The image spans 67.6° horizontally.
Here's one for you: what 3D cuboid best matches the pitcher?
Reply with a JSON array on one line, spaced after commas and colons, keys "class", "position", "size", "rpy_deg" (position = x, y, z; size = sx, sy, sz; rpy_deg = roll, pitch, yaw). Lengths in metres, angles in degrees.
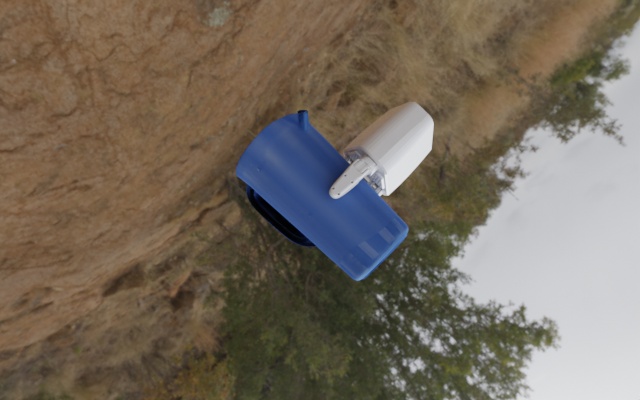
[{"class": "pitcher", "position": [0.000, 0.002, 0.695], "size": [0.145, 0.243, 0.149], "rpy_deg": [-44, -8, -9]}]
